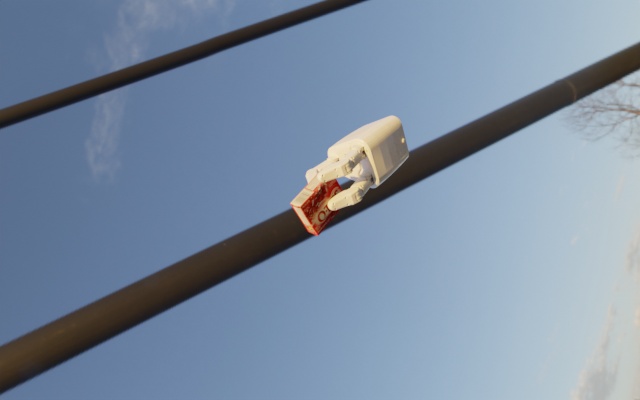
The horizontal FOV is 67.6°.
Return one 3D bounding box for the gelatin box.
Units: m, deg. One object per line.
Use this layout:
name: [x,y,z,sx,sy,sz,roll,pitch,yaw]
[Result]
gelatin box: [0.000,0.003,0.811,0.030,0.089,0.073,19,-32,44]
